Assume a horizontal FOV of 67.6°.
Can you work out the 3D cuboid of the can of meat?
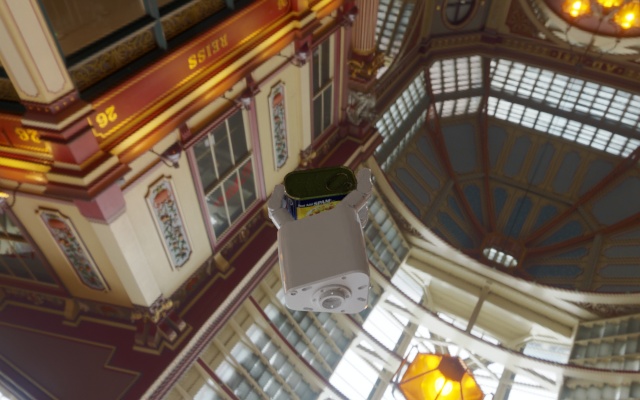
[{"bbox_3d":[0.000,0.002,0.699,0.102,0.084,0.057,-8,45,-7],"label":"can of meat"}]
